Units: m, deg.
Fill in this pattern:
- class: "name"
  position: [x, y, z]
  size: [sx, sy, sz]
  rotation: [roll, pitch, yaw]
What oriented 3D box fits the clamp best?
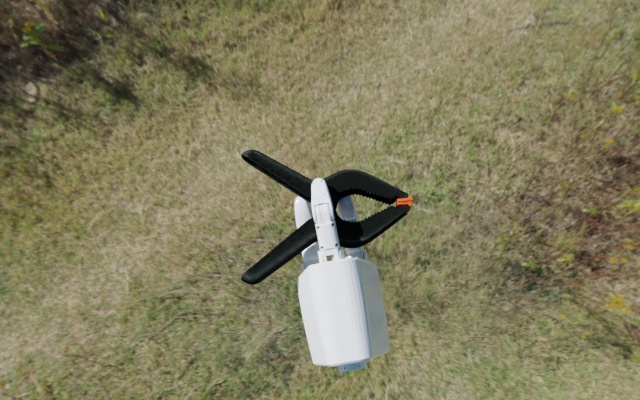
- class: "clamp"
  position: [0.001, 0.002, 0.566]
  size: [0.210, 0.164, 0.036]
  rotation: [-11, -16, 2]
